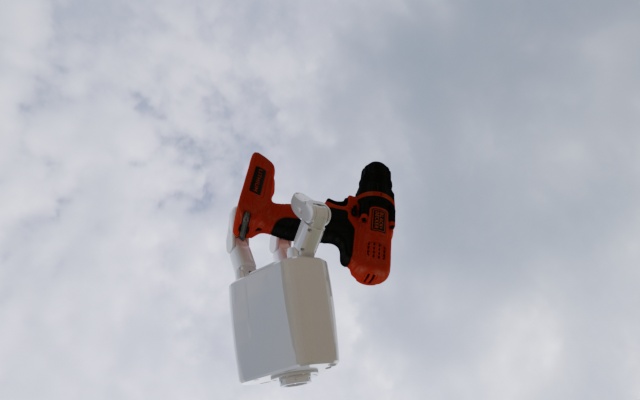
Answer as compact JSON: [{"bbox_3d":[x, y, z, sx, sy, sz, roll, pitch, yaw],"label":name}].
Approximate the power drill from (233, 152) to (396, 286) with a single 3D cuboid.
[{"bbox_3d":[0.000,0.002,0.573,0.187,0.184,0.057,14,-45,-5],"label":"power drill"}]
